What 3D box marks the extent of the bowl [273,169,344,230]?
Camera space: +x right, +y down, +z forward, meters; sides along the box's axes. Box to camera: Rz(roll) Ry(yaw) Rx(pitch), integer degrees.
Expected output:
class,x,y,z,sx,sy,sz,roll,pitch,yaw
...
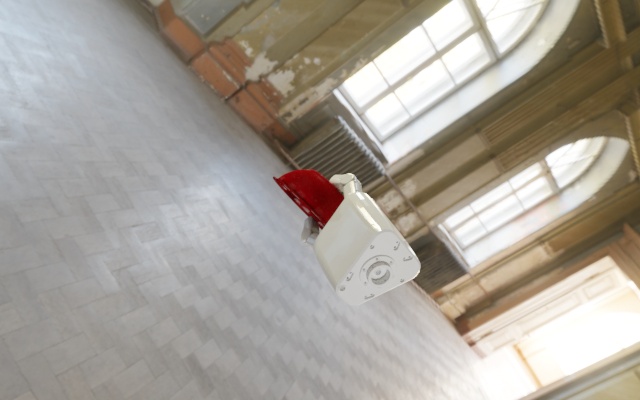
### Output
class,x,y,z,sx,sy,sz,roll,pitch,yaw
bowl,0.000,0.002,0.753,0.162,0.055,0.162,44,-5,5
